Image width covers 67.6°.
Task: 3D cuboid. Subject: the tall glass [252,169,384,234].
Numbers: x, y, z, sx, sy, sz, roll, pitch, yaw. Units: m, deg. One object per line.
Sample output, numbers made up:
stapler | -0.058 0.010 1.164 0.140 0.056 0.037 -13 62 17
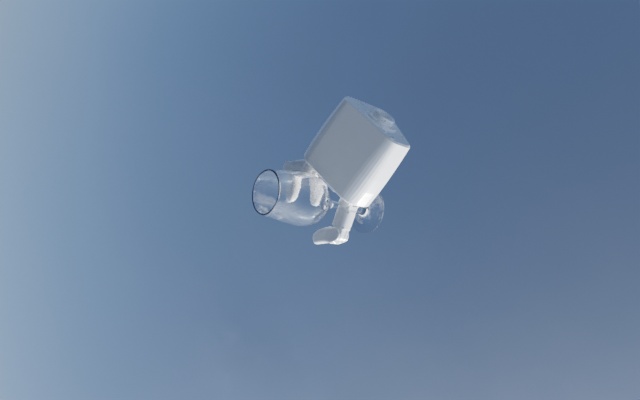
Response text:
tall glass | 0.001 0.003 0.695 0.201 0.079 0.079 10 -7 -42
